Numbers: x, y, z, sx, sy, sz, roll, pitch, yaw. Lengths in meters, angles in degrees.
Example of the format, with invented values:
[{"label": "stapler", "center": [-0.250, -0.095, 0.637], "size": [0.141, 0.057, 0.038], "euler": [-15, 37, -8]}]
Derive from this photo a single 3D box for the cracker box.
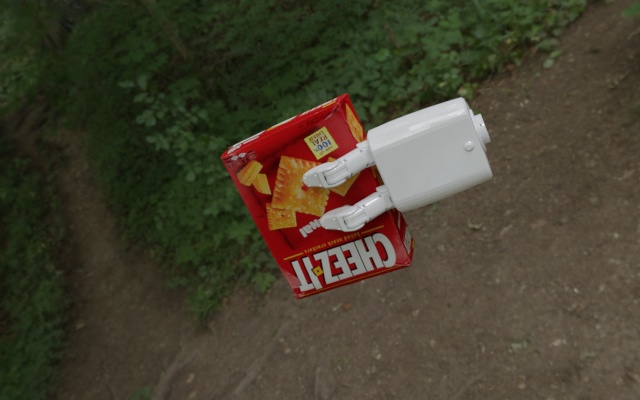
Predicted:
[{"label": "cracker box", "center": [0.000, 0.002, 0.590], "size": [0.164, 0.214, 0.072], "euler": [-20, 16, 21]}]
